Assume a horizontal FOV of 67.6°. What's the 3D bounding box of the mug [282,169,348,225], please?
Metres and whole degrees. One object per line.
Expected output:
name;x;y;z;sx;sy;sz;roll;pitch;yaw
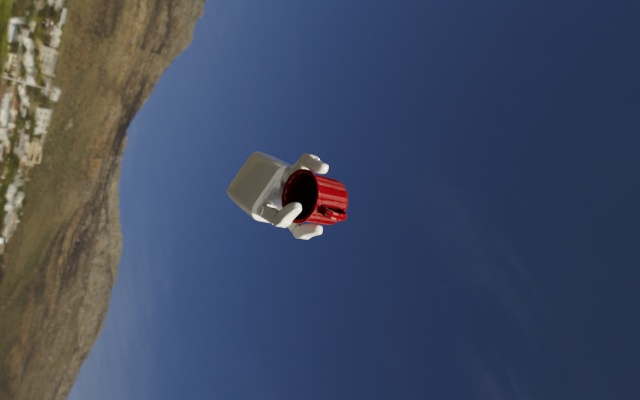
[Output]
mug;0.001;0.003;0.818;0.081;0.093;0.117;11;16;-44
